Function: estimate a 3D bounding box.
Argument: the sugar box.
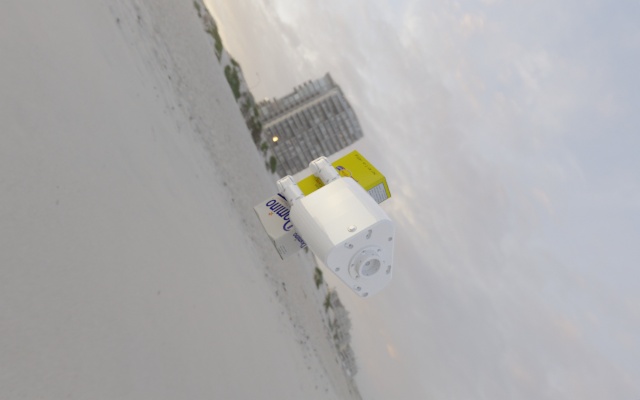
[{"bbox_3d":[0.000,0.002,0.677,0.176,0.048,0.093,-28,38,-9],"label":"sugar box"}]
